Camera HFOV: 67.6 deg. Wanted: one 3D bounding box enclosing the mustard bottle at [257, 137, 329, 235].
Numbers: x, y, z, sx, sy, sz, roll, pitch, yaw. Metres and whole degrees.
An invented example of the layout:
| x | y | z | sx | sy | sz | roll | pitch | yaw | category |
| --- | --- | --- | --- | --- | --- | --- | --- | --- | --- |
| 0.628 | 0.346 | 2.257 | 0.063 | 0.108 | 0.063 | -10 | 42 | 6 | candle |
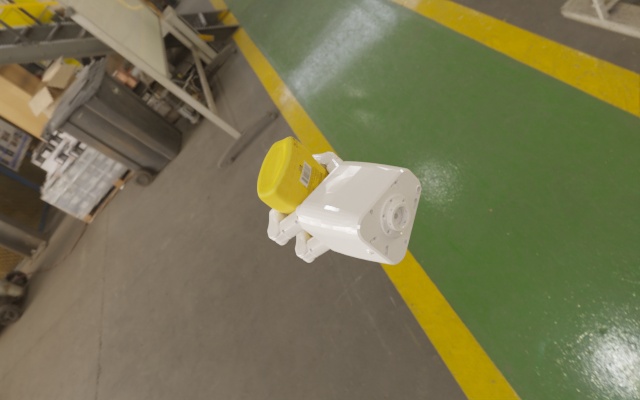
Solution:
| x | y | z | sx | sy | sz | roll | pitch | yaw | category |
| --- | --- | --- | --- | --- | --- | --- | --- | --- | --- |
| 0.000 | 0.002 | 0.668 | 0.058 | 0.096 | 0.192 | -19 | -43 | 37 | mustard bottle |
